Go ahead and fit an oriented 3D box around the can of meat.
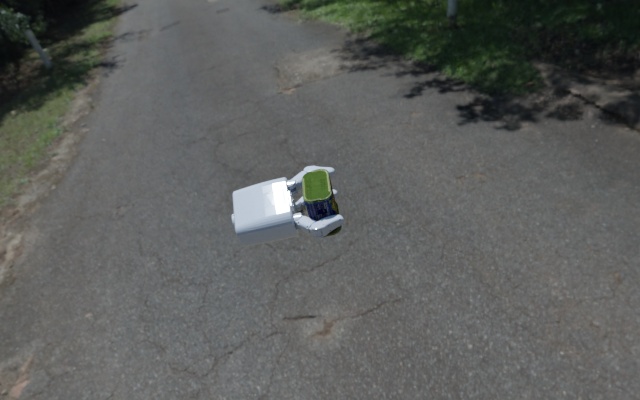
[{"bbox_3d":[0.000,0.003,0.880,0.057,0.084,0.102,-12,37,4],"label":"can of meat"}]
